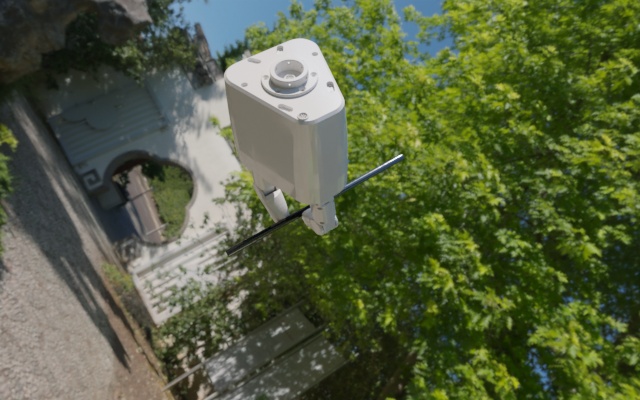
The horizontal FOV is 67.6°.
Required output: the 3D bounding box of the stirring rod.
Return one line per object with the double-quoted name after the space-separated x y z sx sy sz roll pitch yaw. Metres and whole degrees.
0.000 0.002 0.548 0.239 0.011 0.011 -29 10 -18 "stirring rod"
